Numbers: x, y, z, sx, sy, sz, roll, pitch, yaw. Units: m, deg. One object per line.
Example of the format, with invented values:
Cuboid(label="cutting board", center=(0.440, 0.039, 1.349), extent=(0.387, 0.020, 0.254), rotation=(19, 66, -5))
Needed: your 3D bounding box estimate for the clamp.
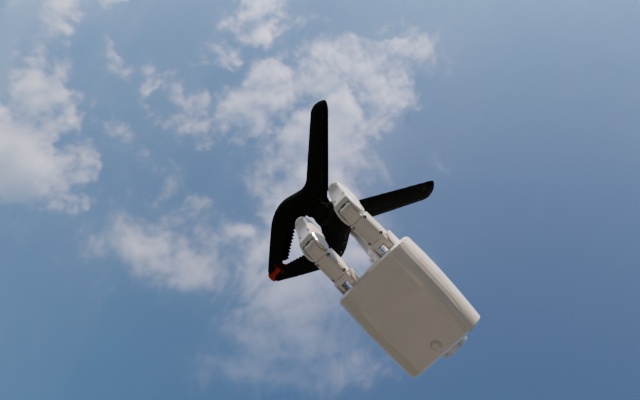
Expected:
Cuboid(label="clamp", center=(0.000, 0.002, 0.549), extent=(0.164, 0.210, 0.036), rotation=(46, 14, 13))
